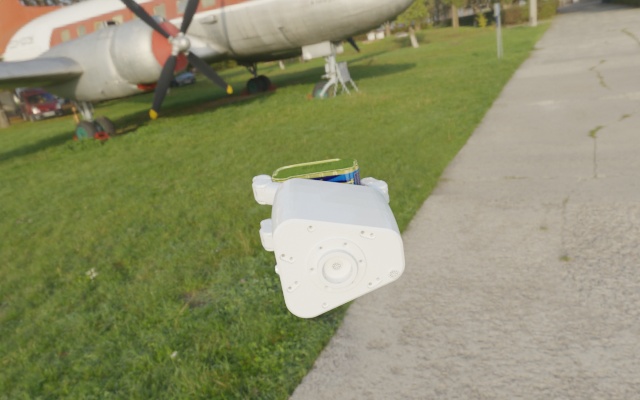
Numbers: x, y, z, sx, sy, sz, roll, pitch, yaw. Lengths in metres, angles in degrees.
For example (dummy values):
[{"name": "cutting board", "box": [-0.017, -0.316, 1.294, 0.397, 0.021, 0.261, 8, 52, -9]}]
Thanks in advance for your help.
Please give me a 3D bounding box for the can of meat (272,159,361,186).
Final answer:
[{"name": "can of meat", "box": [0.000, 0.001, 0.543, 0.102, 0.084, 0.057, -8, 19, 4]}]
